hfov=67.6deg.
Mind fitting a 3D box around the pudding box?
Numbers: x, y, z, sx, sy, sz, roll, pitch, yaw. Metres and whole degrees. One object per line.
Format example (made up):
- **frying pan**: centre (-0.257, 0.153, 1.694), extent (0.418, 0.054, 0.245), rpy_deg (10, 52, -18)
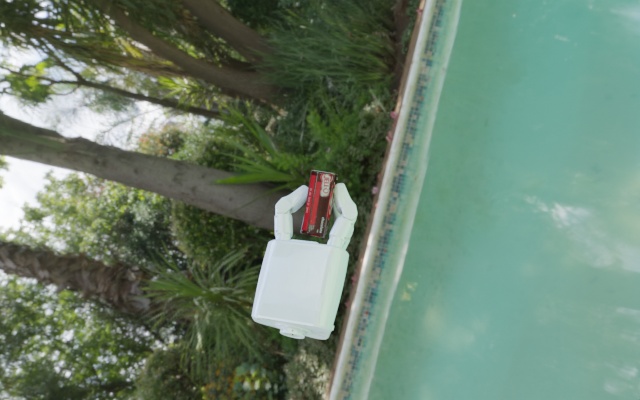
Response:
- **pudding box**: centre (0.000, 0.002, 0.699), extent (0.039, 0.090, 0.113), rpy_deg (11, 3, 1)
